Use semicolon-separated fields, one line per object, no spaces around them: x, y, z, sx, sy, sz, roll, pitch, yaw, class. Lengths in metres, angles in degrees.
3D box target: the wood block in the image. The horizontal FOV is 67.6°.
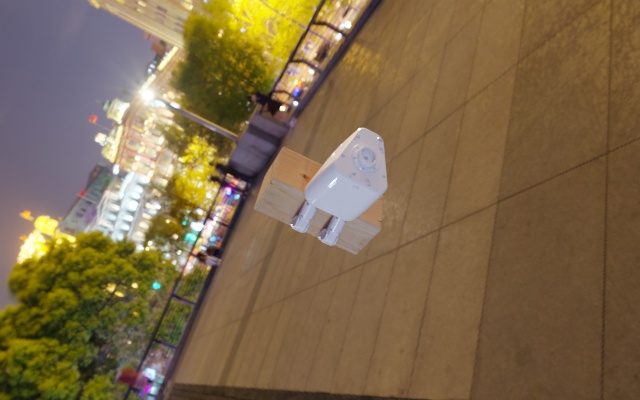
0.000;0.002;0.853;0.206;0.090;0.090;25;-46;-14;wood block
